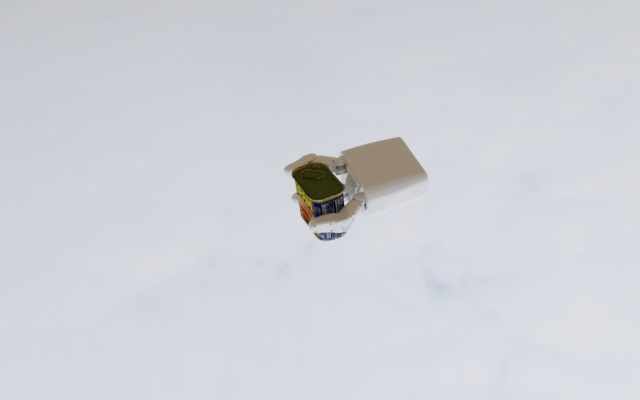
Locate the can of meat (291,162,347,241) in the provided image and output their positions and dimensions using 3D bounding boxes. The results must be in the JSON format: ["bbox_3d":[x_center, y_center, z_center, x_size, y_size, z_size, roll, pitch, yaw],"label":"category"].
[{"bbox_3d":[0.000,0.003,0.738,0.057,0.084,0.102,-20,38,-15],"label":"can of meat"}]
